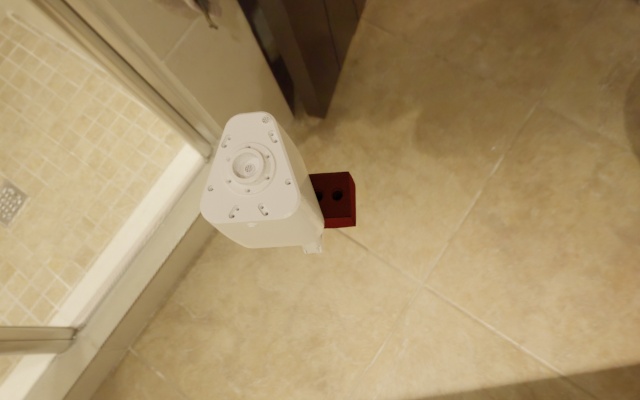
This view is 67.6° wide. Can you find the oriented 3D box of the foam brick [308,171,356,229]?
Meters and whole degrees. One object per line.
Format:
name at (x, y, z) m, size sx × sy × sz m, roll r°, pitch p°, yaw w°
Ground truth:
foam brick at (0.000, 0.002, 0.542) m, size 0.078 × 0.053 × 0.051 m, roll -4°, pitch -17°, yaw 9°
